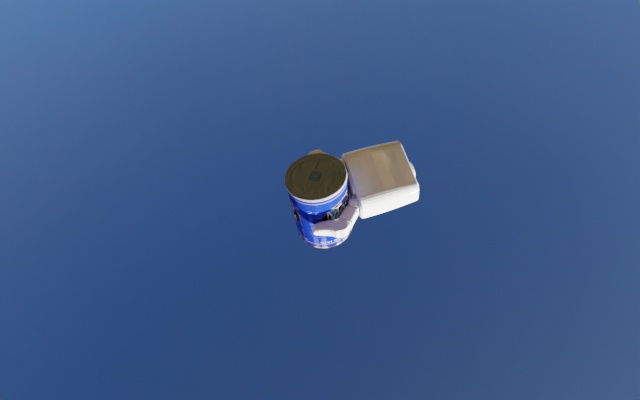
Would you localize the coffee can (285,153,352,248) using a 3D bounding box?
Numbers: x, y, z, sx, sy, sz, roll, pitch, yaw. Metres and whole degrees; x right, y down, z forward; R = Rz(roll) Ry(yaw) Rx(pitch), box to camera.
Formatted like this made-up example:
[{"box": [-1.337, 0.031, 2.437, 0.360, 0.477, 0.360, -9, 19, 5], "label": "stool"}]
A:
[{"box": [0.000, 0.003, 0.831, 0.103, 0.102, 0.140, 0, -38, 9], "label": "coffee can"}]
